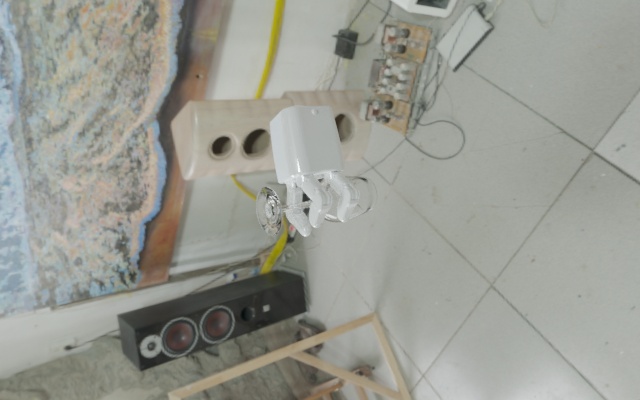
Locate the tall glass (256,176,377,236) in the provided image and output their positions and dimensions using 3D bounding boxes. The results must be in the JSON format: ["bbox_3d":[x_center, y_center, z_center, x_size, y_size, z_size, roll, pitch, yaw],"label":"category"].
[{"bbox_3d":[0.000,0.003,0.777,0.201,0.079,0.079,-9,6,-37],"label":"tall glass"}]
